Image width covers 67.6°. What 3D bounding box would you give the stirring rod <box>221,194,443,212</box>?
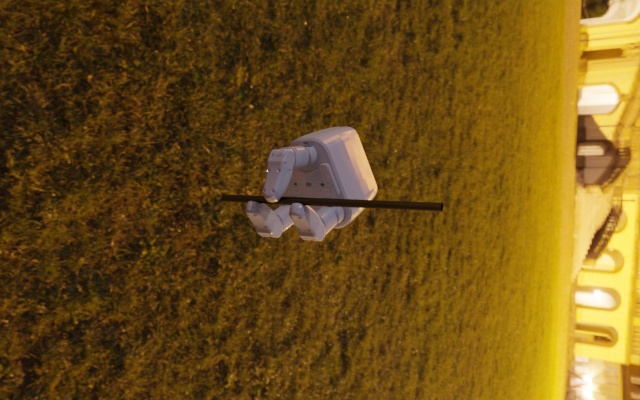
[{"bbox_3d":[0.000,0.001,0.476,0.239,0.011,0.011,2,1,27],"label":"stirring rod"}]
